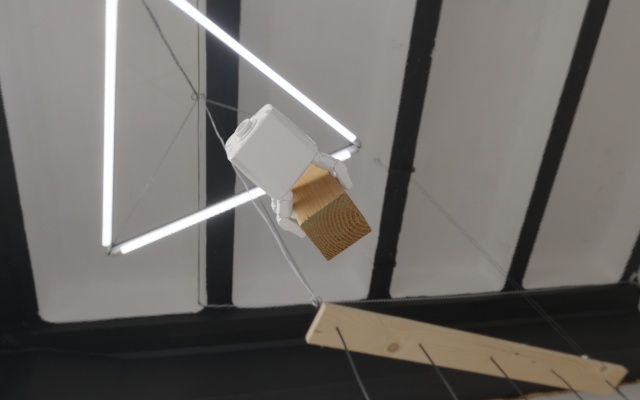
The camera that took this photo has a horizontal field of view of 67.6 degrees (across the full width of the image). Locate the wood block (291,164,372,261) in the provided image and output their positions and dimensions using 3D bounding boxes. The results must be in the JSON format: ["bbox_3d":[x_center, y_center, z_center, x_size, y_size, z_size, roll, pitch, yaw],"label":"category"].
[{"bbox_3d":[0.000,0.002,0.841,0.091,0.090,0.206,-35,28,2],"label":"wood block"}]
